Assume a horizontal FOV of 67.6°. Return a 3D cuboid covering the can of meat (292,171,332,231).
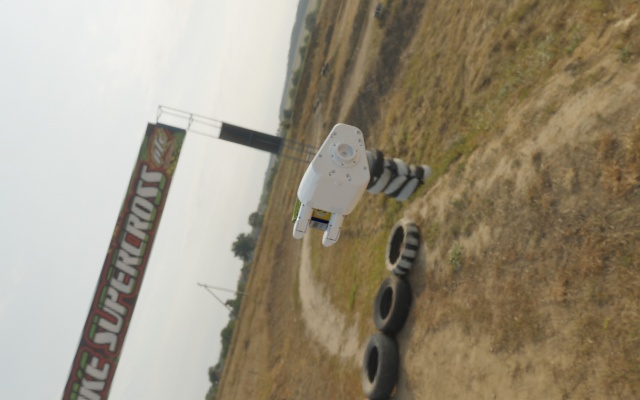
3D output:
[{"bbox_3d":[0.000,0.003,0.861,0.084,0.102,0.057,15,-23,-7],"label":"can of meat"}]
